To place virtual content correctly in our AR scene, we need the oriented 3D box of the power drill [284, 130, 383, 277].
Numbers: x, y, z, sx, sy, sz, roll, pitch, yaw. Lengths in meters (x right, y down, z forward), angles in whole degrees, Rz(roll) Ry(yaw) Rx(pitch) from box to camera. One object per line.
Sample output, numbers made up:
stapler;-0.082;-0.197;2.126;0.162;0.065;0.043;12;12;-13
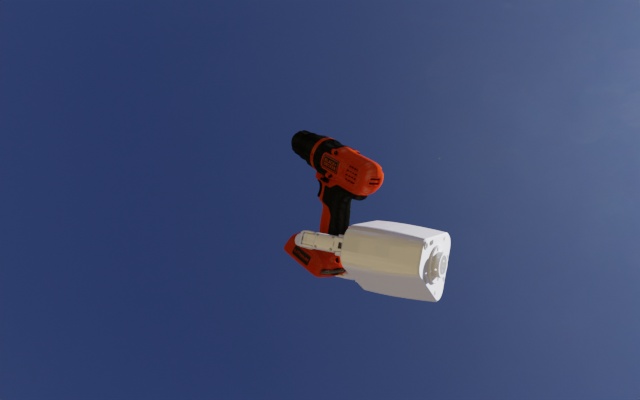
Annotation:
power drill;0.000;0.003;0.700;0.057;0.188;0.184;-2;24;-37
